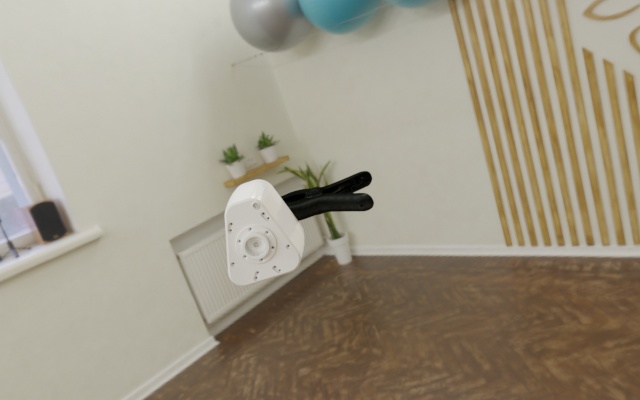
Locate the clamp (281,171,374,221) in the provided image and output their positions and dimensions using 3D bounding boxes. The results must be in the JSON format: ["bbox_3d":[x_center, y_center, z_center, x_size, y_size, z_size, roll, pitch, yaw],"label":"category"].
[{"bbox_3d":[0.000,0.002,0.690,0.171,0.039,0.120,-18,13,2],"label":"clamp"}]
